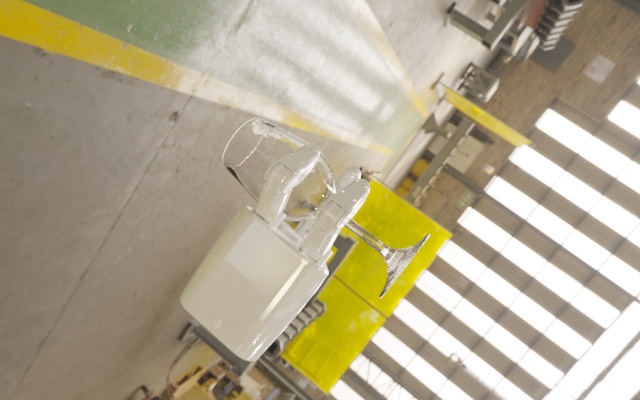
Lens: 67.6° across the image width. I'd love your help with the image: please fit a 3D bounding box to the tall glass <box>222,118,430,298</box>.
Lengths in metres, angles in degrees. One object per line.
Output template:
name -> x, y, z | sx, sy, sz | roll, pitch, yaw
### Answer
tall glass -> 0.001, 0.002, 0.458 | 0.201, 0.079, 0.079 | 38, 9, 12
